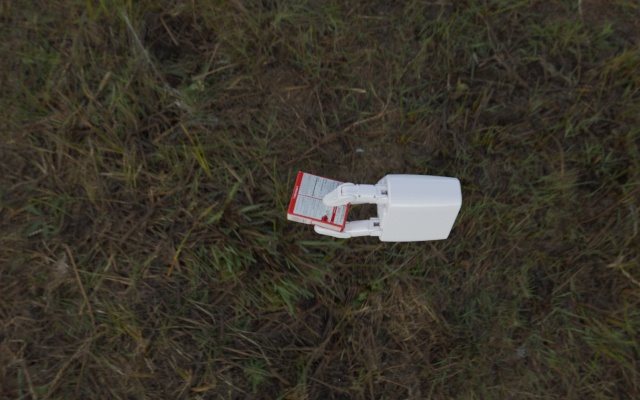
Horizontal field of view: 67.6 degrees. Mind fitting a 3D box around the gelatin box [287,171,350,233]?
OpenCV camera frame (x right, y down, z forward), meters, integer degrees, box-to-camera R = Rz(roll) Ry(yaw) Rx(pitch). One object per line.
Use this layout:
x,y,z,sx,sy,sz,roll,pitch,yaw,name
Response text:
0.000,0.002,0.732,0.089,0.073,0.030,14,-21,-1,gelatin box
